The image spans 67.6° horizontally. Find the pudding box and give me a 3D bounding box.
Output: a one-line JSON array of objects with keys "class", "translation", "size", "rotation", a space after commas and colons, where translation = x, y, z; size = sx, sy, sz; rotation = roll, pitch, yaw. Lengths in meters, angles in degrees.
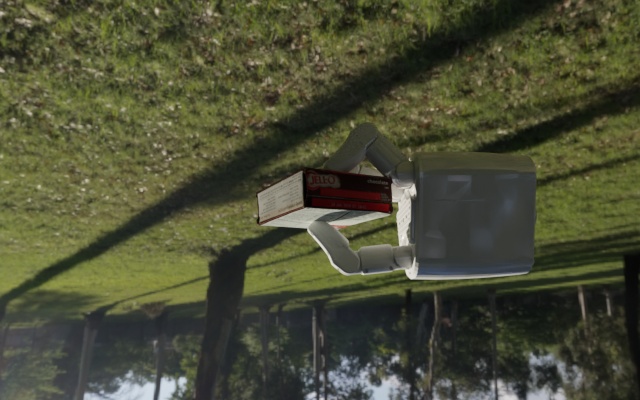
[{"class": "pudding box", "translation": [0.000, 0.002, 0.449], "size": [0.090, 0.039, 0.113], "rotation": [6, -15, -28]}]
